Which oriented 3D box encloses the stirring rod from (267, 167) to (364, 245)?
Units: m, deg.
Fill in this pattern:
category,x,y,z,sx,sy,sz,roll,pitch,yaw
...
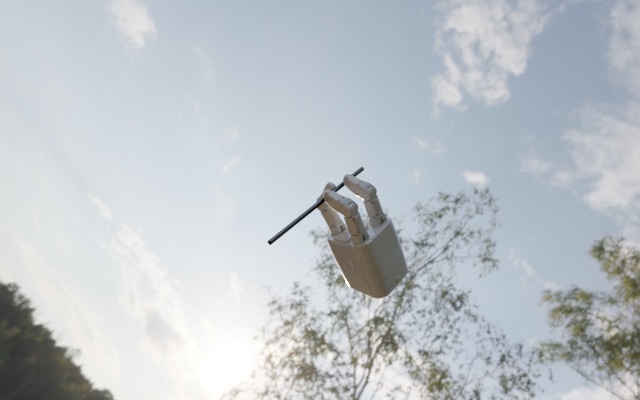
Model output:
category,x,y,z,sx,sy,sz,roll,pitch,yaw
stirring rod,0.000,0.003,0.755,0.011,0.011,0.239,0,29,44
